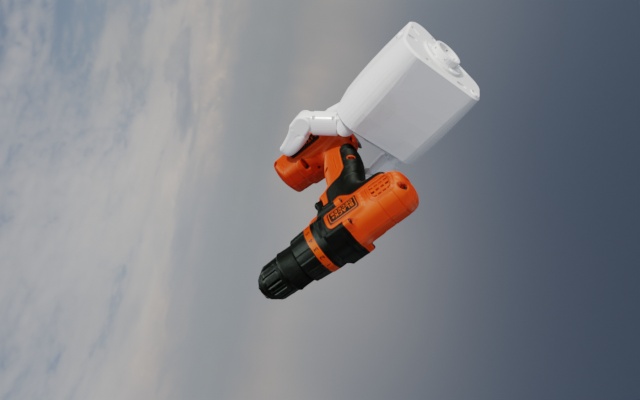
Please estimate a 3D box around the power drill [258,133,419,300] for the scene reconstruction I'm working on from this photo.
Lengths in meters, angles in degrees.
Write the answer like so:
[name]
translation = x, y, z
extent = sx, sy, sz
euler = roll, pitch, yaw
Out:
[power drill]
translation = 0.000, 0.001, 0.523
extent = 0.184, 0.057, 0.187
euler = -35, 37, 11
